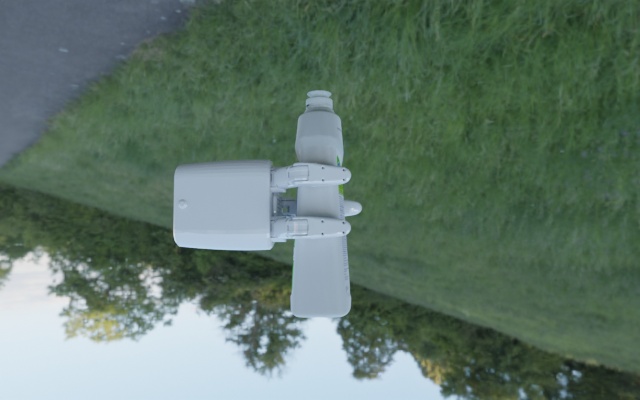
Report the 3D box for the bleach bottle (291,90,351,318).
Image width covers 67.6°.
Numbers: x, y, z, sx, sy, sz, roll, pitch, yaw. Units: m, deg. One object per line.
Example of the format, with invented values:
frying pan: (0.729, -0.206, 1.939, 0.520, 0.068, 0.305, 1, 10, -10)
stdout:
bleach bottle: (0.000, 0.002, 0.552, 0.068, 0.251, 0.102, -1, -5, 3)
